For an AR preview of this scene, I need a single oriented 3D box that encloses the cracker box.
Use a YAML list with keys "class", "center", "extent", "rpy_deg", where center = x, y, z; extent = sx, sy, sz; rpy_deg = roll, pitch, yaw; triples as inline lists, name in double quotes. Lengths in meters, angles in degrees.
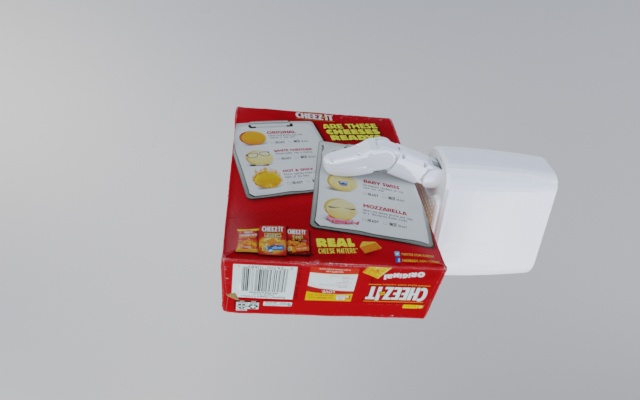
- class: "cracker box"
  center: [0.000, 0.001, 0.432]
  extent: [0.164, 0.072, 0.213]
  rpy_deg: [3, 39, -9]
